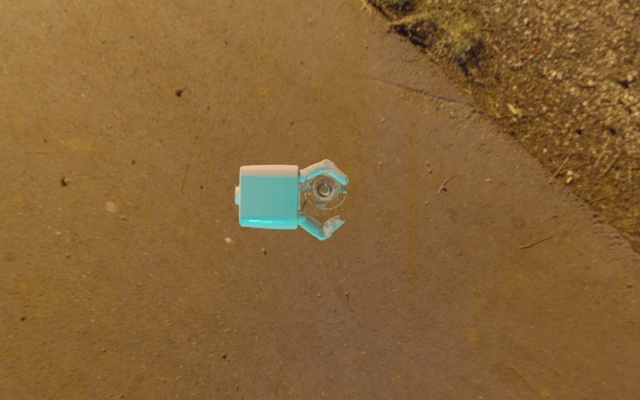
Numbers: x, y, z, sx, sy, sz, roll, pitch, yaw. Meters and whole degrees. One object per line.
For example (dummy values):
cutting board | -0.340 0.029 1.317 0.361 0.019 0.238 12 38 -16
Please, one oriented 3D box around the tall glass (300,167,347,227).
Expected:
tall glass | 0.000 0.003 0.897 0.079 0.079 0.201 0 -14 -4
